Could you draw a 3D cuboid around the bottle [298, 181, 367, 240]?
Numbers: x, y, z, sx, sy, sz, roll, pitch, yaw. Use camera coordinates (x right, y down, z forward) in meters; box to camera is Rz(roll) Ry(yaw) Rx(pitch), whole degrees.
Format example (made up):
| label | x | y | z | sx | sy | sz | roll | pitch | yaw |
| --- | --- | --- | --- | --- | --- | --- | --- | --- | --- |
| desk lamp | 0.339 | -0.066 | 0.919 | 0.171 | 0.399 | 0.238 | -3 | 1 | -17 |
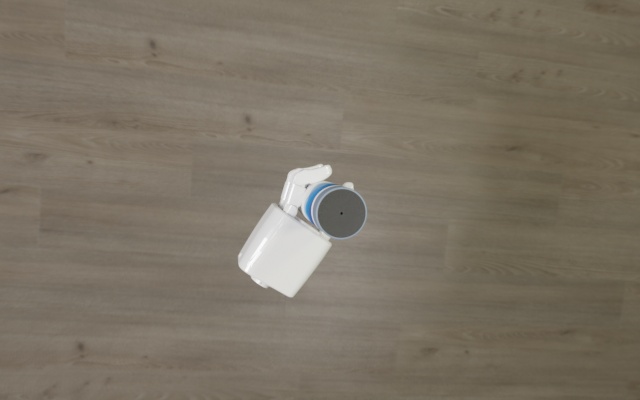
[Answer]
| label | x | y | z | sx | sy | sz | roll | pitch | yaw |
| --- | --- | --- | --- | --- | --- | --- | --- | --- | --- |
| bottle | 0.000 | 0.002 | 0.740 | 0.069 | 0.069 | 0.295 | 0 | 5 | -10 |
